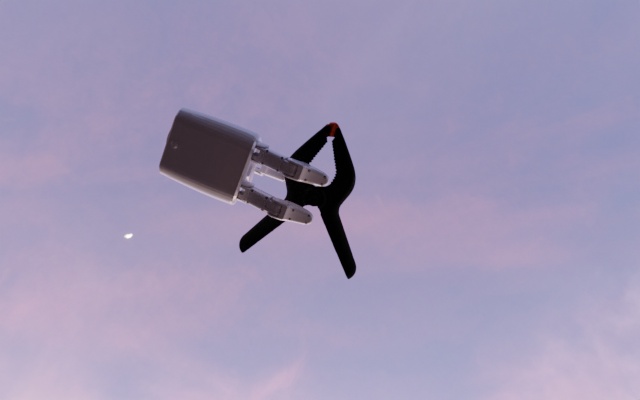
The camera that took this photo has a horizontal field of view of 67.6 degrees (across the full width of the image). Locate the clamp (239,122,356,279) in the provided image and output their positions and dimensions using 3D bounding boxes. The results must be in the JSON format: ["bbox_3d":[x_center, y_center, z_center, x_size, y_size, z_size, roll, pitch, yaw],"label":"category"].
[{"bbox_3d":[0.000,0.001,0.642,0.164,0.210,0.036,21,12,-7],"label":"clamp"}]
